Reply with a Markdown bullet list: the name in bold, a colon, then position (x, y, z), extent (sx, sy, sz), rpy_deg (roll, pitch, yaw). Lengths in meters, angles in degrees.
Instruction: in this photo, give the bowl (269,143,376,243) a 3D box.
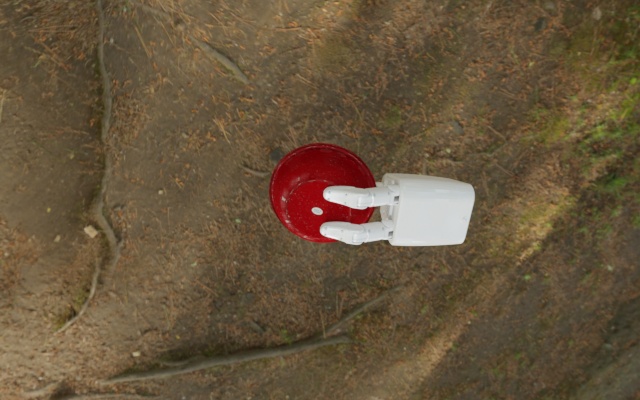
- **bowl**: position (-0.001, 0.003, 0.685), extent (0.162, 0.162, 0.055), rpy_deg (0, 25, 7)
